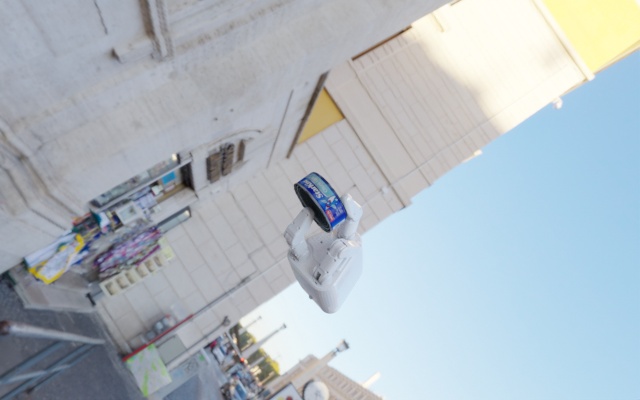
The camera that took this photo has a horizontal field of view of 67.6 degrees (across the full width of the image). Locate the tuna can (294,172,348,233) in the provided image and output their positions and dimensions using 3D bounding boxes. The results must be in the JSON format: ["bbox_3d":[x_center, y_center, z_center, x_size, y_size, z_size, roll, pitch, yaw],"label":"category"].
[{"bbox_3d":[0.001,0.002,0.680,0.033,0.086,0.086,-36,9,-13],"label":"tuna can"}]
